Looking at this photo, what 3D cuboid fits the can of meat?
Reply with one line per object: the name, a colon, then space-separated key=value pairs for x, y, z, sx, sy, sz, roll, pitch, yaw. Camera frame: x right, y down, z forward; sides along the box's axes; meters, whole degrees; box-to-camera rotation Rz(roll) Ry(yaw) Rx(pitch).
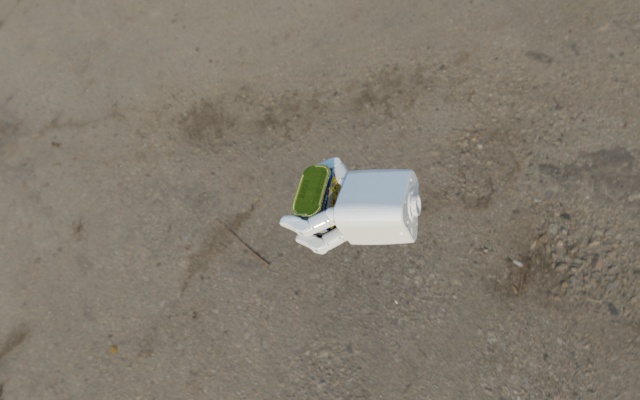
can of meat: x=0.000 y=0.002 z=0.793 sx=0.057 sy=0.102 sz=0.084 roll=1 pitch=-29 yaw=27
